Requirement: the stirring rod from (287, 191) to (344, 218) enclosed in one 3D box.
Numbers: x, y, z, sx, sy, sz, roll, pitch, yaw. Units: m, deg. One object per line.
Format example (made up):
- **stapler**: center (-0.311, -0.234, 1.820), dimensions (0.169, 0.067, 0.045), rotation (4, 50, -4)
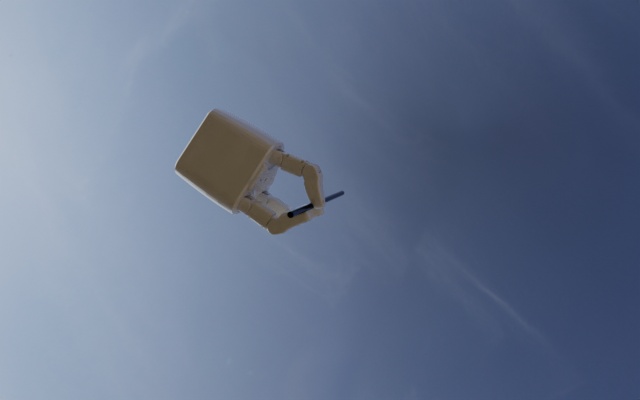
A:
- **stirring rod**: center (0.000, 0.002, 0.671), dimensions (0.011, 0.011, 0.239), rotation (0, 7, 17)
